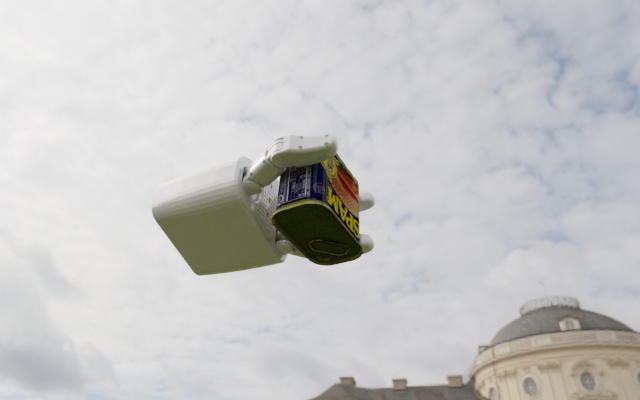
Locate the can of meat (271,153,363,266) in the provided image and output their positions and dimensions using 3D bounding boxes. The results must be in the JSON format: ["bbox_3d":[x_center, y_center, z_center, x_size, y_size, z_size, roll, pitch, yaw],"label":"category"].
[{"bbox_3d":[0.000,0.001,0.463,0.057,0.084,0.102,-17,-42,23],"label":"can of meat"}]
